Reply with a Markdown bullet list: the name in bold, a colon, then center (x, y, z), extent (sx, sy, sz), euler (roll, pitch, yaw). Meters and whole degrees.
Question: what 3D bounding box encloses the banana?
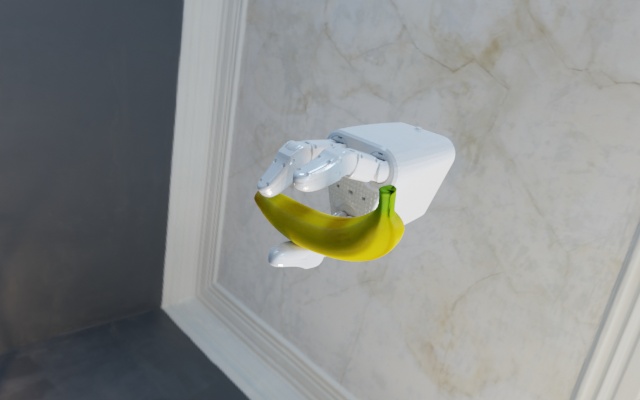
- **banana**: center (0.007, 0.019, 0.418), extent (0.037, 0.069, 0.198), euler (-24, 13, -35)
